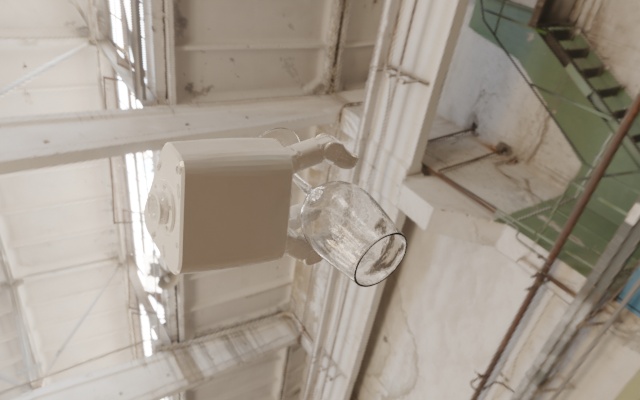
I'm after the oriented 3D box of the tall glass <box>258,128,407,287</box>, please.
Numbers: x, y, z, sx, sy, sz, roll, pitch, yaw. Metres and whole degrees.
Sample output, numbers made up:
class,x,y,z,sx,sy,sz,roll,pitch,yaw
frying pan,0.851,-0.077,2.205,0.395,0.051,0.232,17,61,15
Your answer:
class,x,y,z,sx,sy,sz,roll,pitch,yaw
tall glass,0.000,0.001,0.494,0.079,0.079,0.201,0,32,-42
